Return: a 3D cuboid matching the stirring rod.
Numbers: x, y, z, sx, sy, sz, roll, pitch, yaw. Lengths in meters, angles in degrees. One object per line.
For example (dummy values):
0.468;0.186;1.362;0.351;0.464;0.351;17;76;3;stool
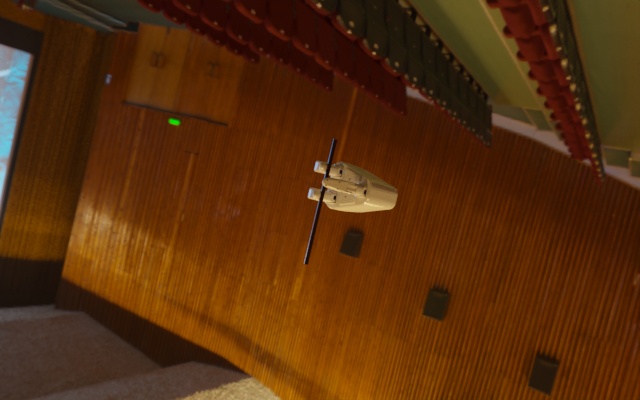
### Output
0.000;0.003;0.896;0.011;0.239;0.011;13;2;0;stirring rod
